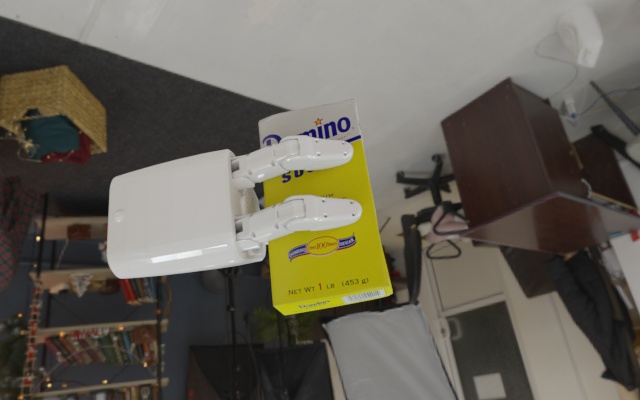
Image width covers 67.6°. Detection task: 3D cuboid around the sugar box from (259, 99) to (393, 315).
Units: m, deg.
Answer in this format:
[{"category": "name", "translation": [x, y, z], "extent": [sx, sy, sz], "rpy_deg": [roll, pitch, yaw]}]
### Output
[{"category": "sugar box", "translation": [0.000, 0.001, 0.411], "extent": [0.093, 0.176, 0.048], "rpy_deg": [-11, -23, 5]}]
